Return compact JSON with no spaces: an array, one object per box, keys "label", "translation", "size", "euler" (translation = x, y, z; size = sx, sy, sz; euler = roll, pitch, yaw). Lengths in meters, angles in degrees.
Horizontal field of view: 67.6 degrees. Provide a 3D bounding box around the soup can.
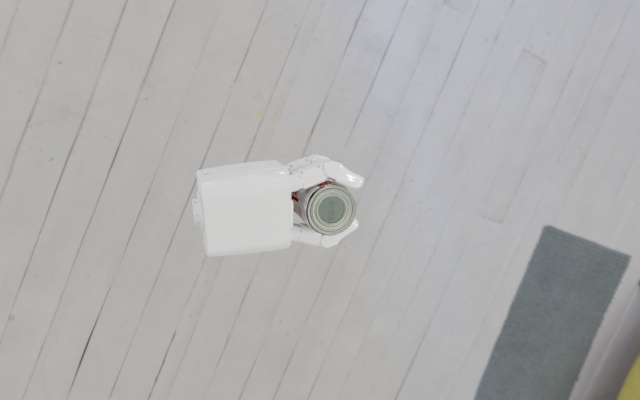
[{"label":"soup can","translation":[0.001,0.002,0.640],"size":[0.068,0.068,0.102],"euler":[0,12,-17]}]
